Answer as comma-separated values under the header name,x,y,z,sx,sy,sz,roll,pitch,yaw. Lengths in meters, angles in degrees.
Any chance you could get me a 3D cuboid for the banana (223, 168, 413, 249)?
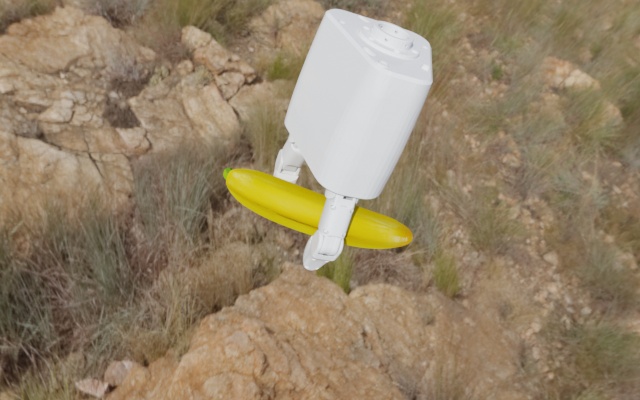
name,x,y,z,sx,sy,sz,roll,pitch,yaw
banana,-0.007,0.006,0.441,0.198,0.037,0.069,21,22,4
